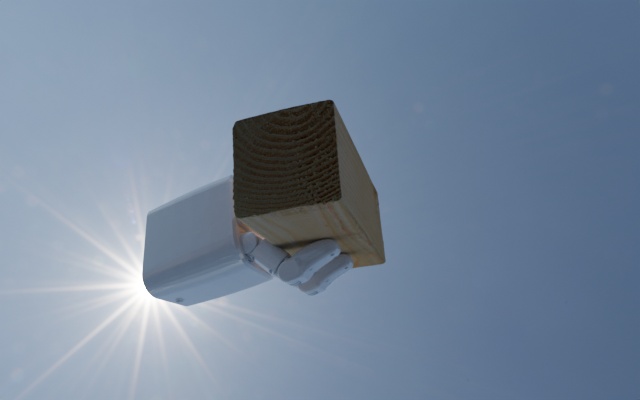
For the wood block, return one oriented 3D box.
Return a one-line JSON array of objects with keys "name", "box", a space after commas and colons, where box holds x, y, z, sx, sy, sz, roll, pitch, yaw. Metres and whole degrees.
[{"name": "wood block", "box": [0.000, 0.001, 0.467, 0.090, 0.090, 0.206, -10, -23, 13]}]
